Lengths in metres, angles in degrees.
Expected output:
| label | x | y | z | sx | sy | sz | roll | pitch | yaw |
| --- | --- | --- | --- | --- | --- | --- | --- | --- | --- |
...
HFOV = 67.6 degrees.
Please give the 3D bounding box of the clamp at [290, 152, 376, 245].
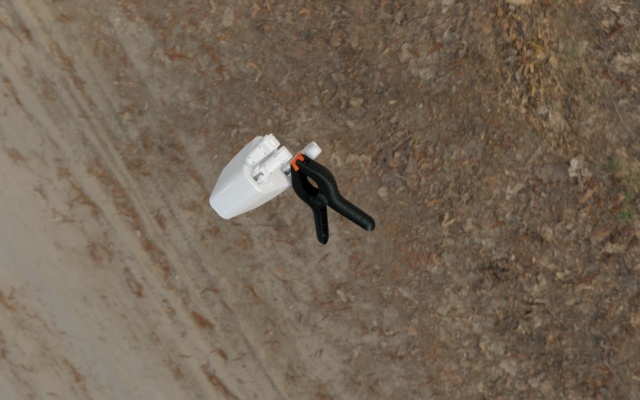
| label | x | y | z | sx | sy | sz | roll | pitch | yaw |
| --- | --- | --- | --- | --- | --- | --- | --- | --- | --- |
| clamp | 0.000 | 0.003 | 0.794 | 0.120 | 0.171 | 0.039 | -33 | 10 | 37 |
